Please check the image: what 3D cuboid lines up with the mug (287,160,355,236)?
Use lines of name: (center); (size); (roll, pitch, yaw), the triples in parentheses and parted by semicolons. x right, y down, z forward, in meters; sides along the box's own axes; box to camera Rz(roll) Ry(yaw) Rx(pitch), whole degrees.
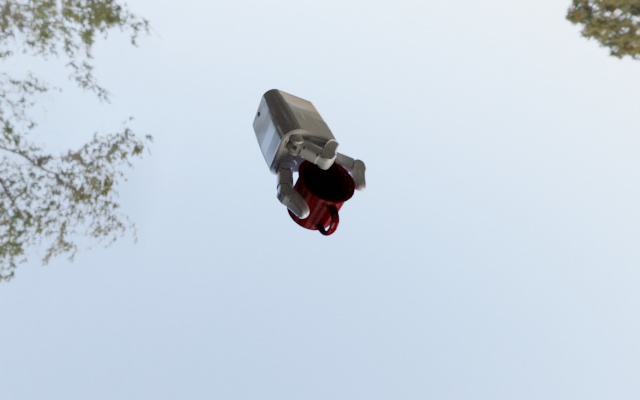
mug: (0.001, 0.004, 0.741); (0.093, 0.117, 0.081); (-3, -38, -30)
